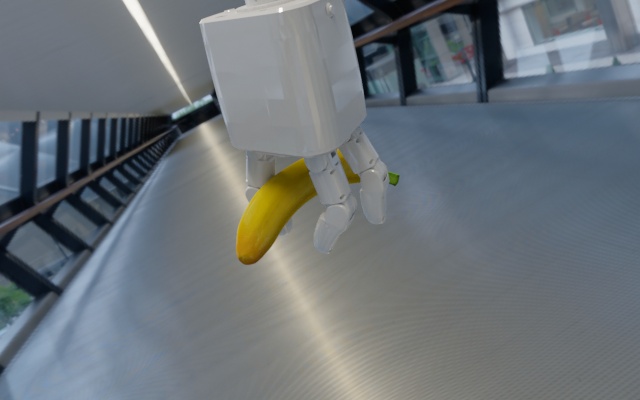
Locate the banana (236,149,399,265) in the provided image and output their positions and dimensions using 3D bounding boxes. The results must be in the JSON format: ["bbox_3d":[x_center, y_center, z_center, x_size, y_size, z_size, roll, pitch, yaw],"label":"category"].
[{"bbox_3d":[-0.011,-0.009,0.438,0.197,0.037,0.069,-28,48,-36],"label":"banana"}]
